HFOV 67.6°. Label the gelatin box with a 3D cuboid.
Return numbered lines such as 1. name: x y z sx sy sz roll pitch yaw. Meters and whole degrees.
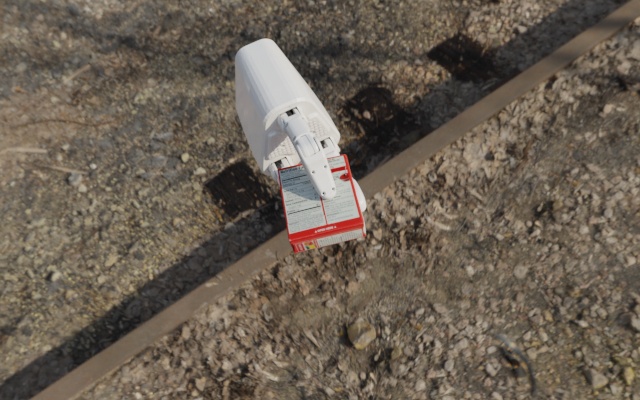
1. gelatin box: 0.000 0.002 0.477 0.073 0.089 0.030 -14 -33 2
